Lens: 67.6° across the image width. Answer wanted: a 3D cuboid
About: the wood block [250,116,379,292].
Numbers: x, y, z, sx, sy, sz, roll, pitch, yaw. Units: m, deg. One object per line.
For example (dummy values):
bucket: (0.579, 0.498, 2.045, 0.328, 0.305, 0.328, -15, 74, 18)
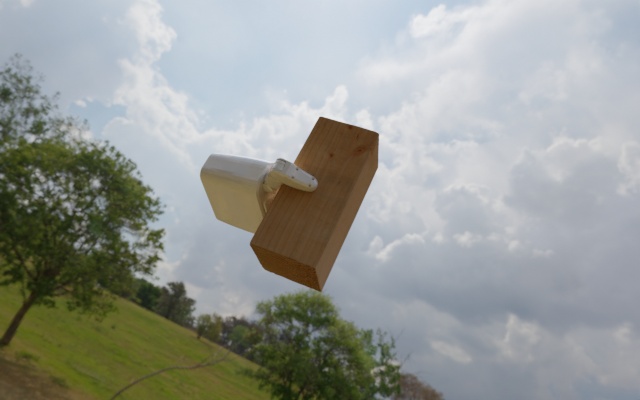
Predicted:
wood block: (0.000, 0.002, 0.637, 0.090, 0.206, 0.091, 19, -25, 16)
